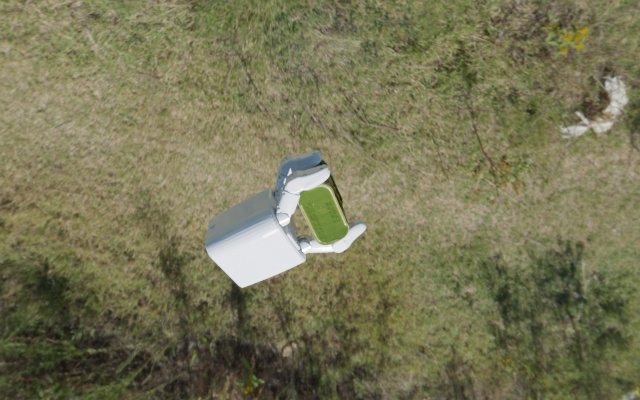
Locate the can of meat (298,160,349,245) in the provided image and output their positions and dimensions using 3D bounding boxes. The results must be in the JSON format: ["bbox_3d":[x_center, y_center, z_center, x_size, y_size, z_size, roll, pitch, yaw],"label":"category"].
[{"bbox_3d":[0.000,0.002,0.685,0.057,0.102,0.084,-23,27,5],"label":"can of meat"}]
